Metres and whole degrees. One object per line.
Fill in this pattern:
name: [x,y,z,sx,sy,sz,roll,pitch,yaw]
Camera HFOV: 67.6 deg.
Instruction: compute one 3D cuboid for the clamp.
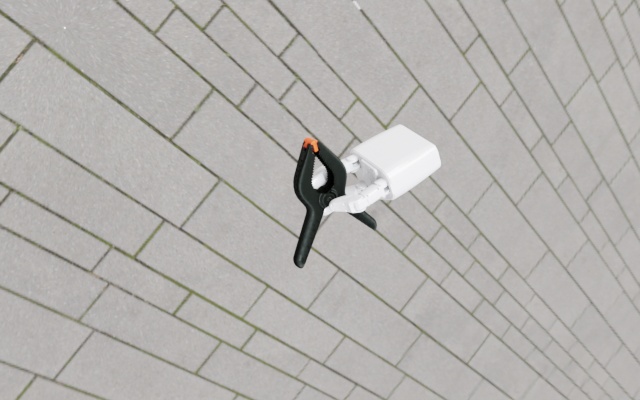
clamp: [0.001,0.002,0.776,0.164,0.210,0.036,-32,30,-18]
